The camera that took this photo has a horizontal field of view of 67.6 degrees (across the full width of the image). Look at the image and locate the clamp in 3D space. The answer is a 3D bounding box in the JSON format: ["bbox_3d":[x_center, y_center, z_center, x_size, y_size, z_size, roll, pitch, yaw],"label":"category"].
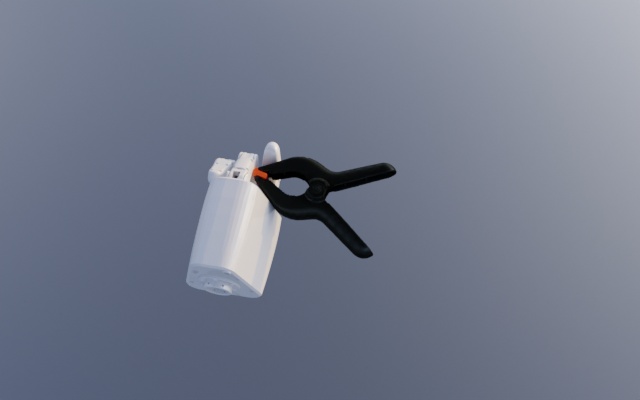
[{"bbox_3d":[0.000,0.002,0.571,0.171,0.120,0.039,7,-24,7],"label":"clamp"}]
